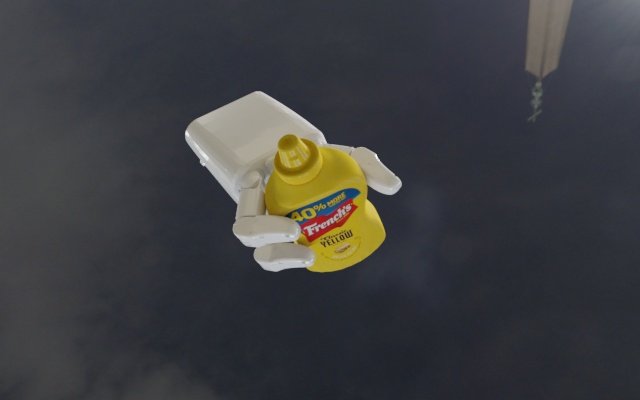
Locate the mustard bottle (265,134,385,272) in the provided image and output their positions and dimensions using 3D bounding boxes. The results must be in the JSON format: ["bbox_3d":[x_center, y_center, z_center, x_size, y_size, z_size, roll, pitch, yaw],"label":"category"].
[{"bbox_3d":[0.000,0.002,0.460,0.096,0.058,0.192,-22,-36,5],"label":"mustard bottle"}]
